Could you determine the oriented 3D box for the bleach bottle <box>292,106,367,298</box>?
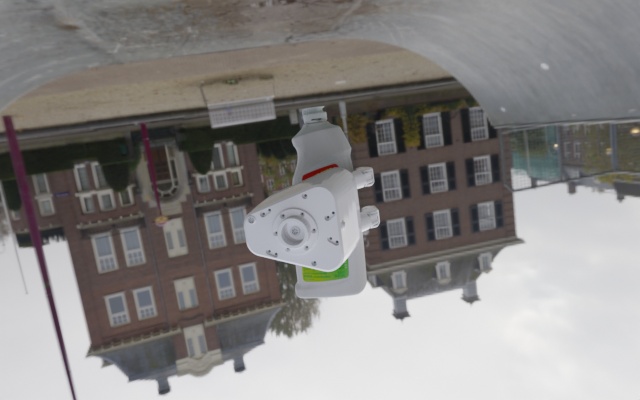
[{"bbox_3d":[0.000,0.002,0.644,0.102,0.251,0.068,-6,10,15],"label":"bleach bottle"}]
